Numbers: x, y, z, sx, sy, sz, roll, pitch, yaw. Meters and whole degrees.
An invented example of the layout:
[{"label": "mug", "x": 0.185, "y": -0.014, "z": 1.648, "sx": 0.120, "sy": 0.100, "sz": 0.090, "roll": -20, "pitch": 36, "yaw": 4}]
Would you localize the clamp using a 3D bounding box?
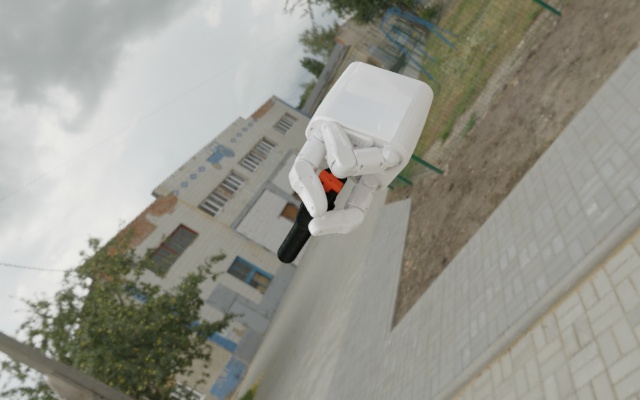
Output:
[{"label": "clamp", "x": 0.000, "y": 0.002, "z": 0.570, "sx": 0.039, "sy": 0.120, "sz": 0.171, "roll": 30, "pitch": -32, "yaw": -3}]
